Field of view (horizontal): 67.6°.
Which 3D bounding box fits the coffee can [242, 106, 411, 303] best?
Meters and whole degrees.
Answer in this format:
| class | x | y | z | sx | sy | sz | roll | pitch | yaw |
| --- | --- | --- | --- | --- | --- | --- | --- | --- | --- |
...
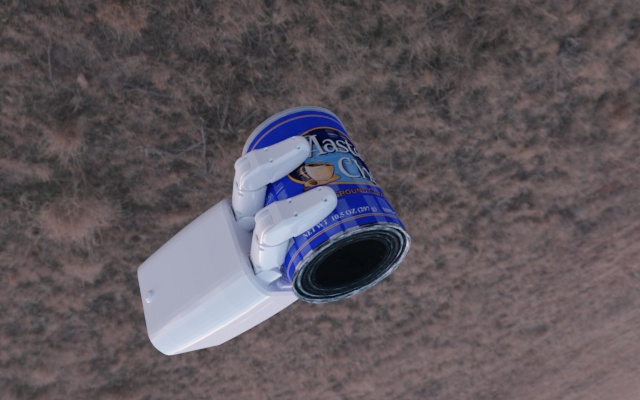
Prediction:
| class | x | y | z | sx | sy | sz | roll | pitch | yaw |
| --- | --- | --- | --- | --- | --- | --- | --- | --- | --- |
| coffee can | 0.000 | 0.001 | 0.415 | 0.103 | 0.140 | 0.103 | -17 | -36 | -13 |
